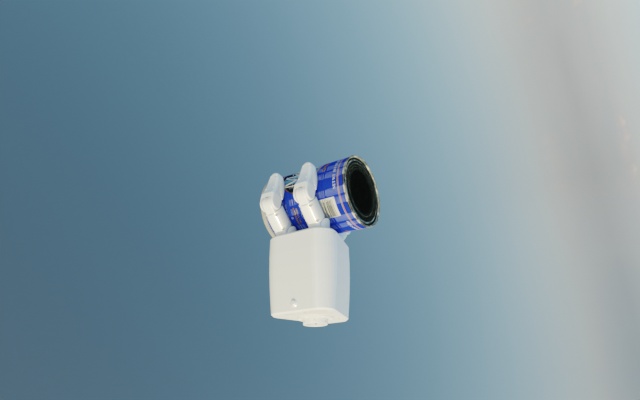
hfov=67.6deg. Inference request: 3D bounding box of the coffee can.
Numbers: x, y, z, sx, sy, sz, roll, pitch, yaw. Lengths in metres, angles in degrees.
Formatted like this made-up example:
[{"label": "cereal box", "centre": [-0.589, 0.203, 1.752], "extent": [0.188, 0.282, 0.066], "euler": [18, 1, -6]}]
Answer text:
[{"label": "coffee can", "centre": [0.000, 0.002, 0.687], "extent": [0.140, 0.103, 0.103], "euler": [-15, -8, 30]}]
